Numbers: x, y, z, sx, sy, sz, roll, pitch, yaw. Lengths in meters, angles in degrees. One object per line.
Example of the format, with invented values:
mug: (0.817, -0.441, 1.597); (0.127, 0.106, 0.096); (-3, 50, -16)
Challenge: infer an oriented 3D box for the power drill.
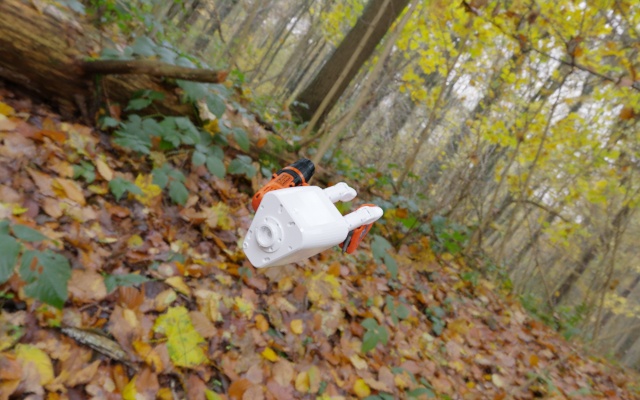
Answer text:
power drill: (0.000, 0.003, 0.819); (0.187, 0.057, 0.184); (26, 36, 13)
